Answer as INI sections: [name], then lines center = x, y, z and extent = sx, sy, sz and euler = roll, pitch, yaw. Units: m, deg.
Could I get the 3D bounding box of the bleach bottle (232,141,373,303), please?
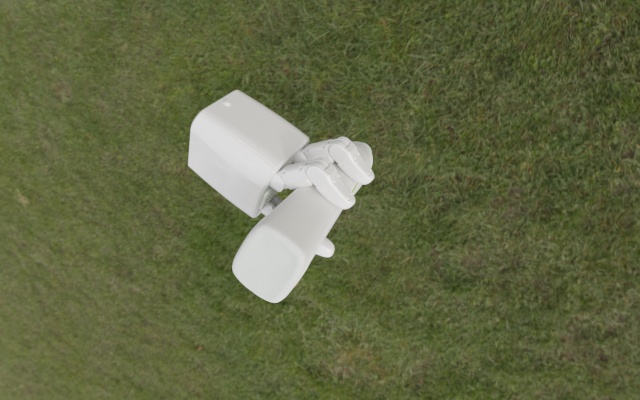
[bleach bottle]
center = 0.000, 0.002, 0.563
extent = 0.068, 0.103, 0.250
euler = 37, 41, 3
